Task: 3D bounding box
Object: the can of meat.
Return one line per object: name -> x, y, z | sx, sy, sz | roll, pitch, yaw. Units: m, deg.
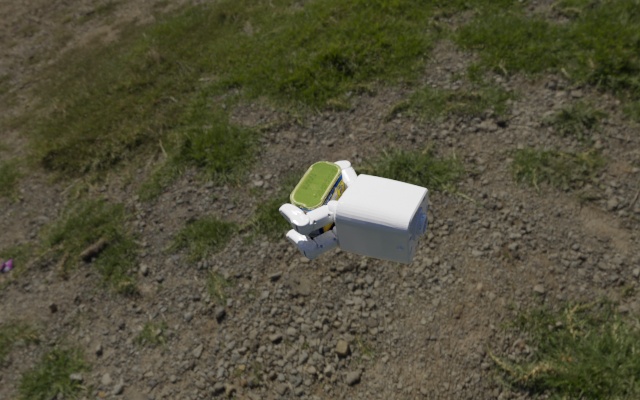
can of meat -> 0.000, 0.002, 0.731 | 0.057, 0.102, 0.084 | 14, -39, 24
